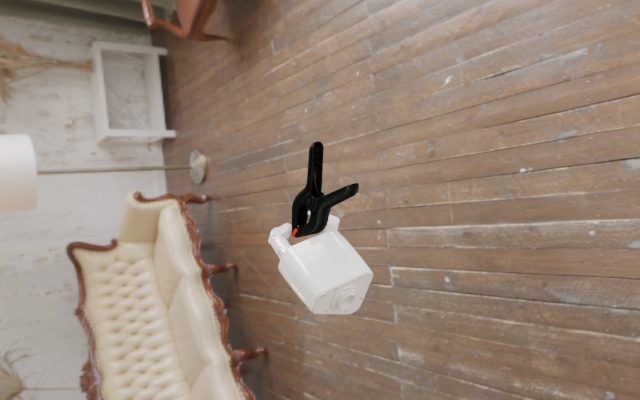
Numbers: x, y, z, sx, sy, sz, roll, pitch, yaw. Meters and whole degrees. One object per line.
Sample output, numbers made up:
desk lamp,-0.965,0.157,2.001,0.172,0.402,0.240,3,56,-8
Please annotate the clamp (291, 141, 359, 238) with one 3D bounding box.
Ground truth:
clamp,0.000,0.003,0.790,0.039,0.171,0.120,-4,36,-35
